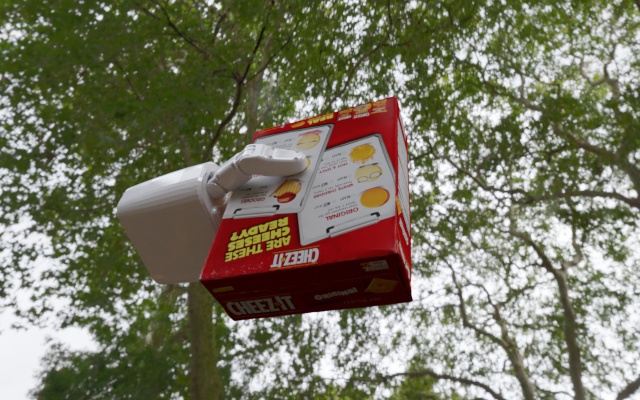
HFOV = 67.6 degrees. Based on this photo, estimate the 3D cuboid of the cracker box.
[{"bbox_3d":[0.000,0.001,0.452,0.164,0.072,0.213,-11,41,18],"label":"cracker box"}]
